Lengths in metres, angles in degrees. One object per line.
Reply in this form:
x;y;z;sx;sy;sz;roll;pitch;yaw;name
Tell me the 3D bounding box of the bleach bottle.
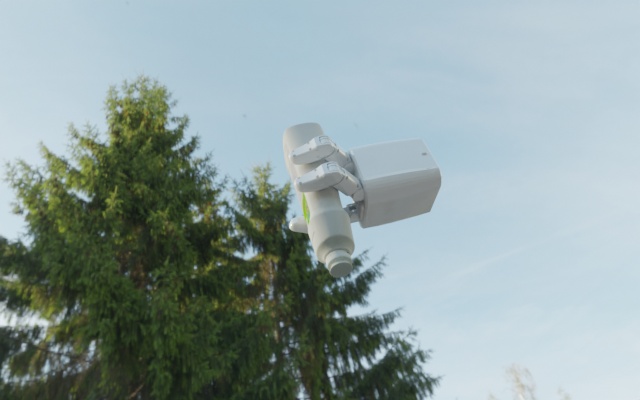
0.000;0.002;0.655;0.068;0.103;0.250;-12;46;-5;bleach bottle
